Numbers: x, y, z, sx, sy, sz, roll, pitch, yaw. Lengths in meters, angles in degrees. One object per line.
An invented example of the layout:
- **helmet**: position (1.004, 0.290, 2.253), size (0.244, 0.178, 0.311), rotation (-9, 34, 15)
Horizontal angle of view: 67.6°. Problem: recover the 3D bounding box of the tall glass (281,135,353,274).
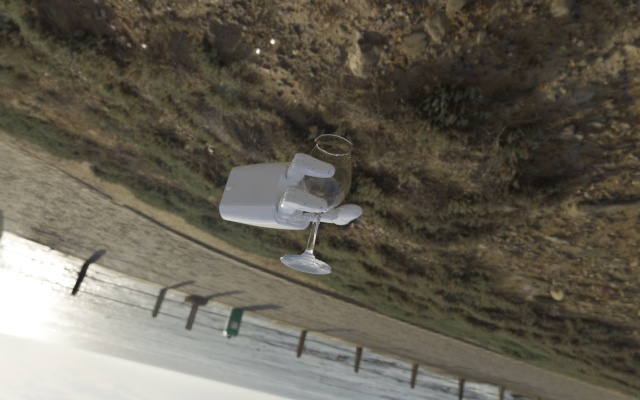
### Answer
- **tall glass**: position (0.000, 0.003, 0.711), size (0.079, 0.201, 0.079), rotation (11, -23, 5)
